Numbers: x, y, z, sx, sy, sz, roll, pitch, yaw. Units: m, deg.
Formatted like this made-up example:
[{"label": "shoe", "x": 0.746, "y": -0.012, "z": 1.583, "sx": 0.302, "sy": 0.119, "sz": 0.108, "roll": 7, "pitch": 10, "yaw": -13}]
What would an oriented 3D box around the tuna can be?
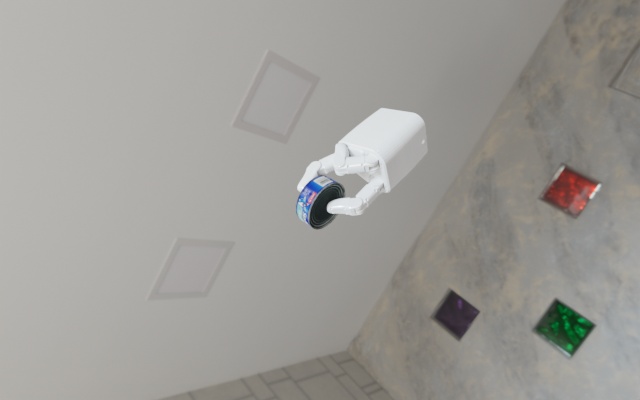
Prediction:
[{"label": "tuna can", "x": 0.000, "y": 0.002, "z": 0.784, "sx": 0.033, "sy": 0.086, "sz": 0.086, "roll": 33, "pitch": 19, "yaw": 32}]
